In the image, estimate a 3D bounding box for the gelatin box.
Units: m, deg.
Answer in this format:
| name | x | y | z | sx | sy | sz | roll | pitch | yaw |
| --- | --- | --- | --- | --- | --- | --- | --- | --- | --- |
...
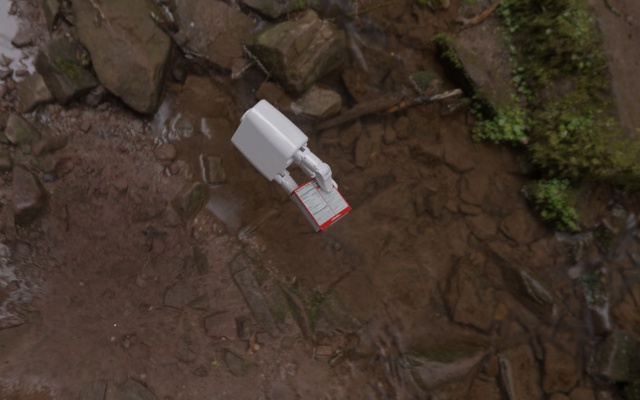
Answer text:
| name | x | y | z | sx | sy | sz | roll | pitch | yaw |
| --- | --- | --- | --- | --- | --- | --- | --- | --- | --- |
| gelatin box | 0.000 | 0.003 | 0.868 | 0.073 | 0.089 | 0.030 | -34 | -7 | -25 |
